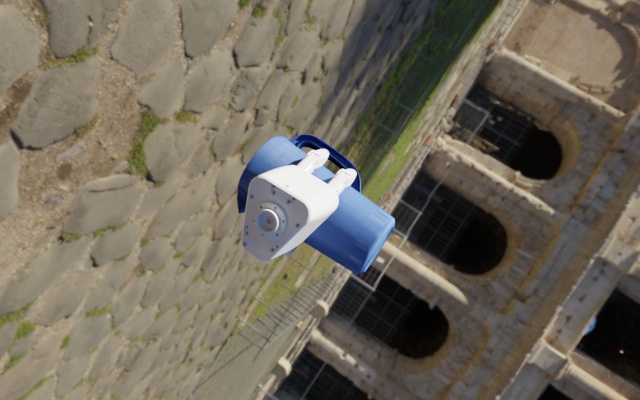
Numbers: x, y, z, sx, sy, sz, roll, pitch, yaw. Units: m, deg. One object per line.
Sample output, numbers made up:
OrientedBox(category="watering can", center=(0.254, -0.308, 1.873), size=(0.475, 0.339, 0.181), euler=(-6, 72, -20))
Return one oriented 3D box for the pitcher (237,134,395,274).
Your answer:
OrientedBox(category="pitcher", center=(0.000, 0.003, 0.779), size=(0.243, 0.149, 0.145), euler=(34, 19, 12))
